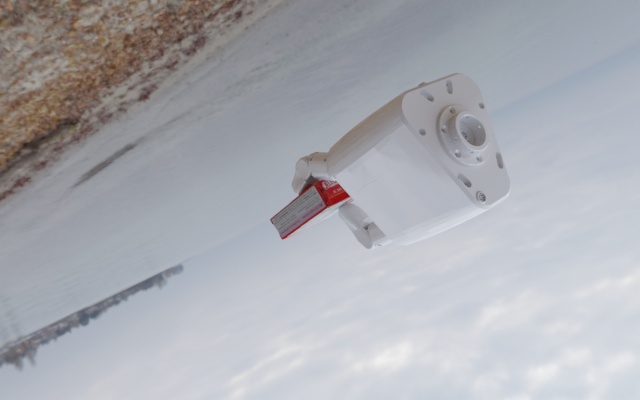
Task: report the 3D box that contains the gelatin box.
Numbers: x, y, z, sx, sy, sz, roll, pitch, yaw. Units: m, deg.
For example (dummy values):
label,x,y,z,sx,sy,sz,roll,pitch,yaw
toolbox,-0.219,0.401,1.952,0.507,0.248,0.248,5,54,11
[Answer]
label,x,y,z,sx,sy,sz,roll,pitch,yaw
gelatin box,0.000,0.002,0.502,0.073,0.030,0.089,-24,-10,-45
